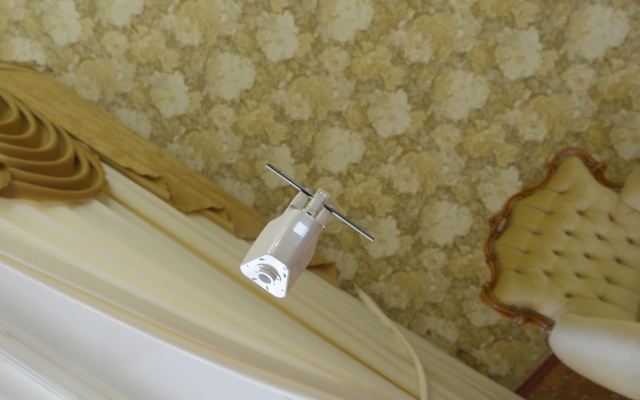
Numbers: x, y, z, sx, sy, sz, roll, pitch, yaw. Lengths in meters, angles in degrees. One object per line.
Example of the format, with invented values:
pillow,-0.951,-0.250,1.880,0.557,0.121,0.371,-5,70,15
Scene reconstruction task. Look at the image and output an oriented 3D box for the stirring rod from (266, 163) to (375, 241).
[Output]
stirring rod,0.000,0.003,0.881,0.239,0.011,0.011,35,-1,-2
